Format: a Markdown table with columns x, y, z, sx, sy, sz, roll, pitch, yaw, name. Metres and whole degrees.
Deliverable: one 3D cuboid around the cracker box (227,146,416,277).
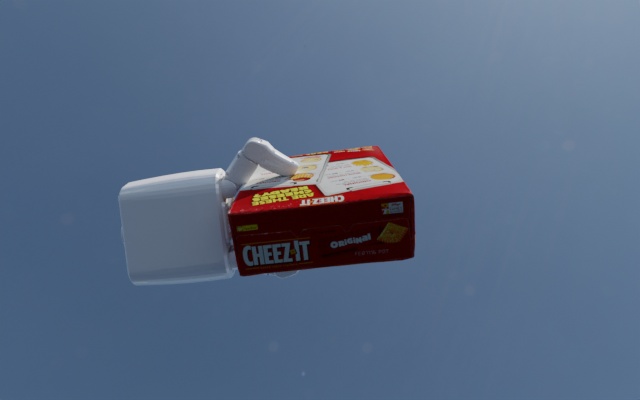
| x | y | z | sx | sy | sz | roll | pitch | yaw | name |
| --- | --- | --- | --- | --- | --- | --- | --- | --- | --- |
| 0.000 | 0.001 | 0.520 | 0.164 | 0.072 | 0.213 | -7 | 18 | 1 | cracker box |
